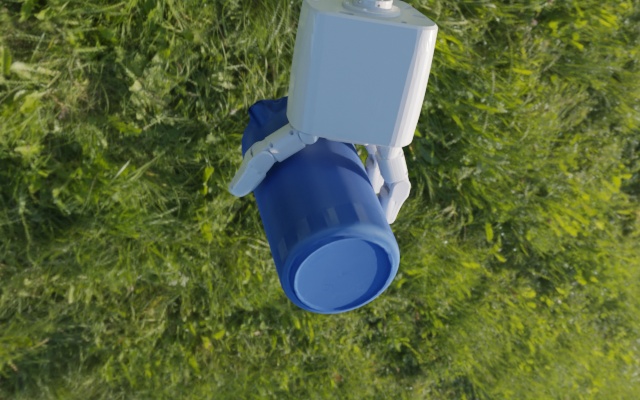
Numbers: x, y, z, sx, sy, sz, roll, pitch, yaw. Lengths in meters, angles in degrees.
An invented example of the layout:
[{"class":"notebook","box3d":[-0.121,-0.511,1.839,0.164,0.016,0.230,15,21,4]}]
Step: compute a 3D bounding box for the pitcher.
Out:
[{"class":"pitcher","box3d":[0.000,0.002,0.509,0.149,0.145,0.242,2,35,-16]}]
